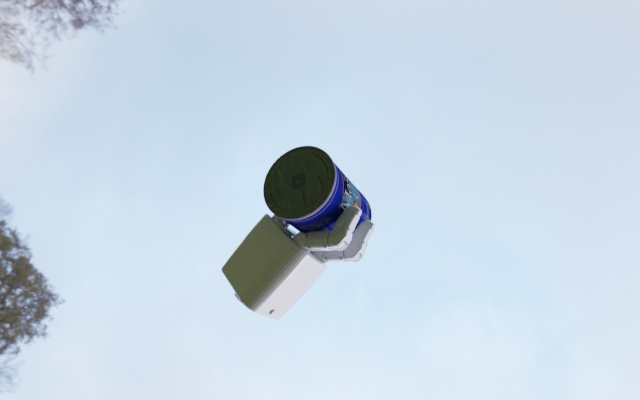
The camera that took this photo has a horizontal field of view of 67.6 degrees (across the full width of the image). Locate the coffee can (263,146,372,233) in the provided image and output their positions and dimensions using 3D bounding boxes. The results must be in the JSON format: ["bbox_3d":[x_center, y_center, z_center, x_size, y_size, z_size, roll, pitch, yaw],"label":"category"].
[{"bbox_3d":[0.000,0.002,0.660,0.103,0.102,0.140,0,-23,27],"label":"coffee can"}]
